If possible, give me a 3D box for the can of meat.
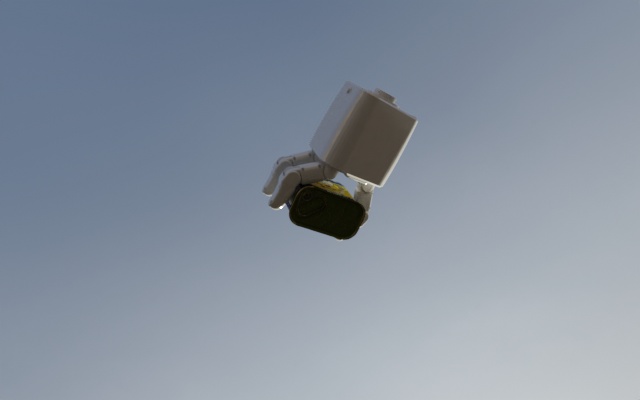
[{"bbox_3d":[0.000,0.002,0.660,0.102,0.057,0.084,19,17,-22],"label":"can of meat"}]
